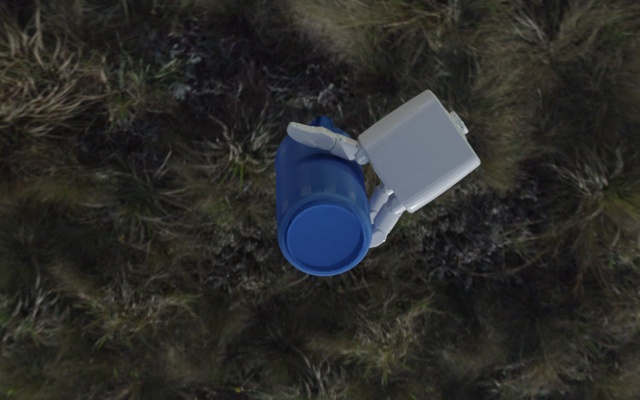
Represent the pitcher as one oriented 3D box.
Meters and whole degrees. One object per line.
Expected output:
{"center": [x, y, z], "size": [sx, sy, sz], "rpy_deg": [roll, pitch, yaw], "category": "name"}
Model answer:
{"center": [0.000, 0.002, 0.642], "size": [0.145, 0.149, 0.242], "rpy_deg": [-35, 22, 13], "category": "pitcher"}
